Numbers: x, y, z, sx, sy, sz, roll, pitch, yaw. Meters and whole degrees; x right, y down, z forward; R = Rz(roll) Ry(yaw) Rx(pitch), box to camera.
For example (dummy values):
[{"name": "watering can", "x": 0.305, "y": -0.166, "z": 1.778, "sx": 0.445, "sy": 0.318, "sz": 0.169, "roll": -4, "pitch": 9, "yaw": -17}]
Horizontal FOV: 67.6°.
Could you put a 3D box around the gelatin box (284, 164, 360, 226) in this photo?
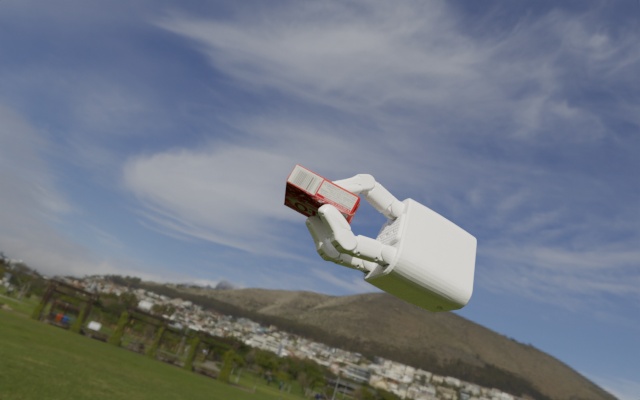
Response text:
[{"name": "gelatin box", "x": 0.000, "y": 0.001, "z": 0.585, "sx": 0.089, "sy": 0.030, "sz": 0.073, "roll": 28, "pitch": -23, "yaw": 5}]
